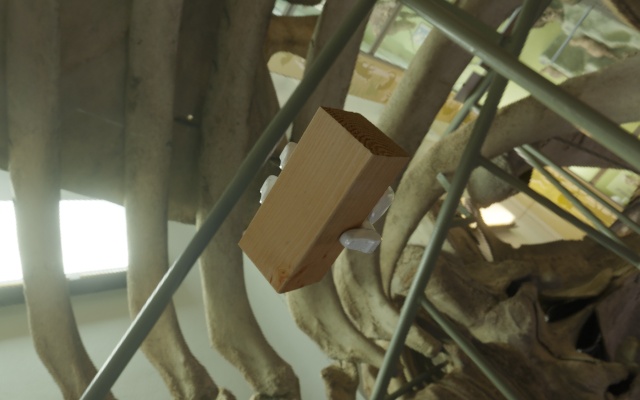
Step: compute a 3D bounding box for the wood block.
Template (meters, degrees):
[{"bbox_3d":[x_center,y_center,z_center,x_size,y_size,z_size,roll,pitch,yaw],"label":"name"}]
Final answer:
[{"bbox_3d":[0.000,0.002,0.572,0.090,0.206,0.090,45,27,25],"label":"wood block"}]
